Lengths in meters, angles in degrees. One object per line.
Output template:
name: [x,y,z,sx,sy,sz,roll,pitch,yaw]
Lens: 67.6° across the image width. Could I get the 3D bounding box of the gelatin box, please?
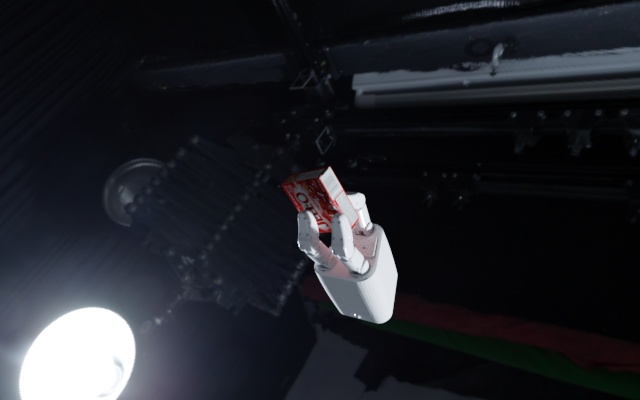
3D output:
gelatin box: [0.000,0.002,0.638,0.073,0.089,0.030,-8,32,44]
